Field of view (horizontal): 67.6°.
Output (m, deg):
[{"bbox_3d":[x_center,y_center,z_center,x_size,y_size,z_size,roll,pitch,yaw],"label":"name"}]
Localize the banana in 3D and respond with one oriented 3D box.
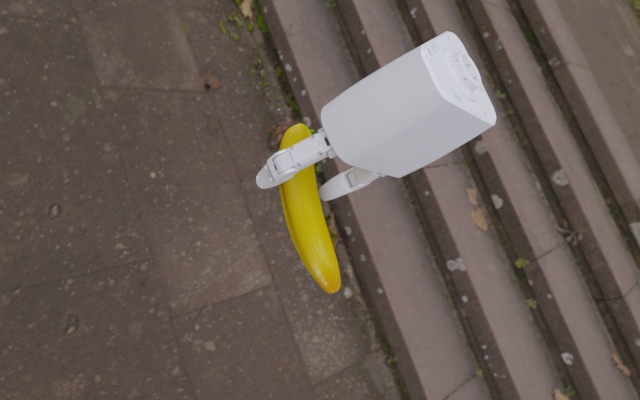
[{"bbox_3d":[-0.013,-0.006,0.484,0.037,0.197,0.070,-27,-33,34],"label":"banana"}]
